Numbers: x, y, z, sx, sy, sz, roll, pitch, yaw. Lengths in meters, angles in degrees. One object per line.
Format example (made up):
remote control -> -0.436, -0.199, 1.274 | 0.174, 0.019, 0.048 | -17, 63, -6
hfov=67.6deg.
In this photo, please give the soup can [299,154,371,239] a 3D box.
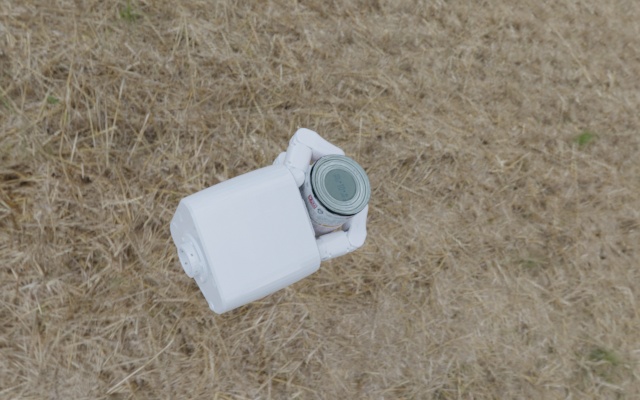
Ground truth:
soup can -> 0.001, 0.002, 0.508 | 0.068, 0.068, 0.102 | 0, -21, -26
